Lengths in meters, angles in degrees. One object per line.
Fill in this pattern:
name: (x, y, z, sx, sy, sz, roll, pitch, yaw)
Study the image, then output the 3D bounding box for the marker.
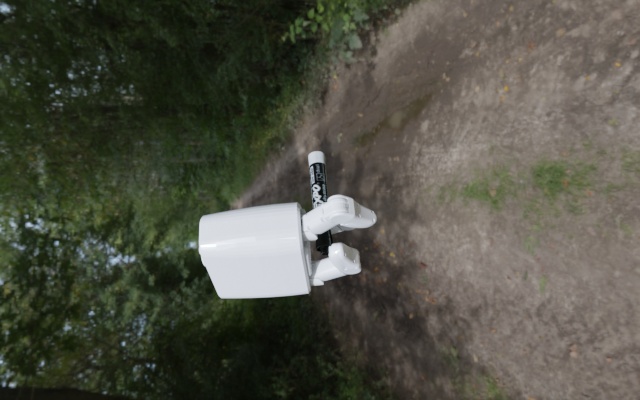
marker: (0.000, 0.002, 0.516, 0.020, 0.121, 0.020, -4, -28, -2)
